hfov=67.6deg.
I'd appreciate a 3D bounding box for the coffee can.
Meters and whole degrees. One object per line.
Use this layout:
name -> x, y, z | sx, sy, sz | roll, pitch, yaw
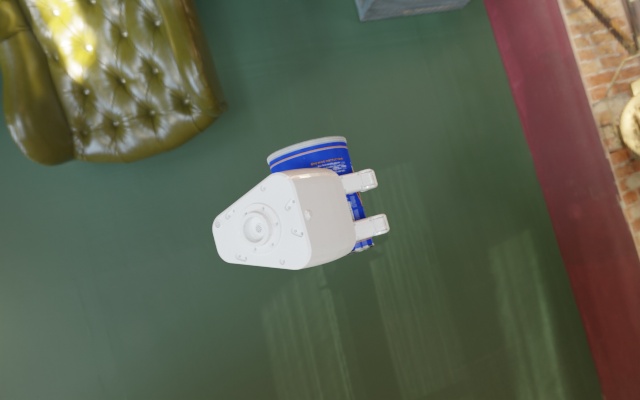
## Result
coffee can -> 0.000, 0.002, 0.599 | 0.103, 0.140, 0.103 | -15, -4, -1
